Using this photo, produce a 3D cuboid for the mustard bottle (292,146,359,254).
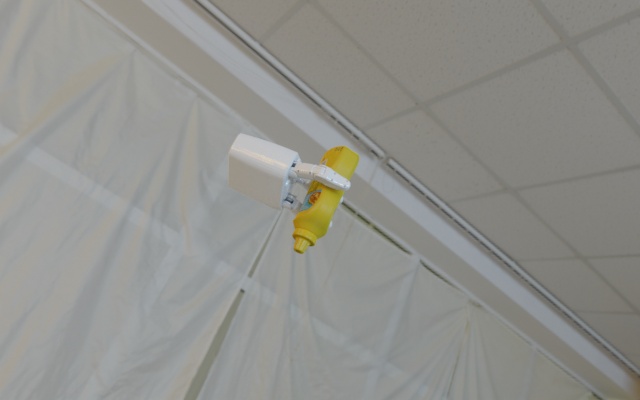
[{"bbox_3d":[0.001,0.003,0.808,0.058,0.191,0.096,32,-25,-15],"label":"mustard bottle"}]
